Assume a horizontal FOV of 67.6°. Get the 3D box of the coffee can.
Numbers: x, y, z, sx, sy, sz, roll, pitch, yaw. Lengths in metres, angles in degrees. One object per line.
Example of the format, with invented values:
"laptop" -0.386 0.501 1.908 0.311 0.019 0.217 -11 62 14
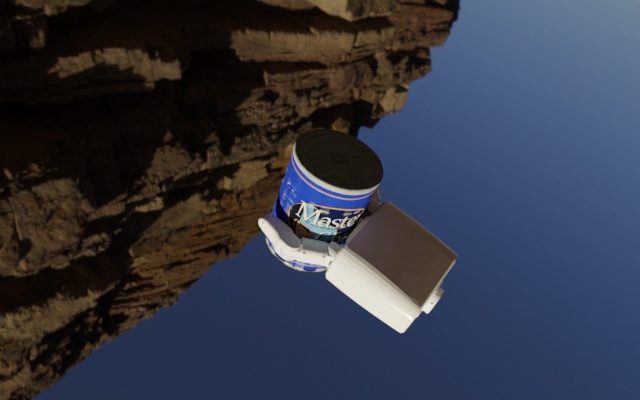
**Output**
"coffee can" 0.000 0.002 0.564 0.103 0.102 0.140 0 -44 -25
